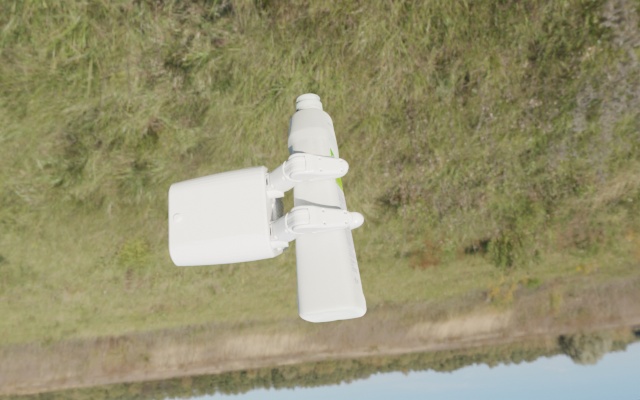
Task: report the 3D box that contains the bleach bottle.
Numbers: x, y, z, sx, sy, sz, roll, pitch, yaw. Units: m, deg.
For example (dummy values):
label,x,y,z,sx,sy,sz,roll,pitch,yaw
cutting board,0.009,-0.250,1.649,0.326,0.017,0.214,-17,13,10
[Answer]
label,x,y,z,sx,sy,sz,roll,pitch,yaw
bleach bottle,0.000,0.002,0.531,0.068,0.250,0.103,-8,-19,6
